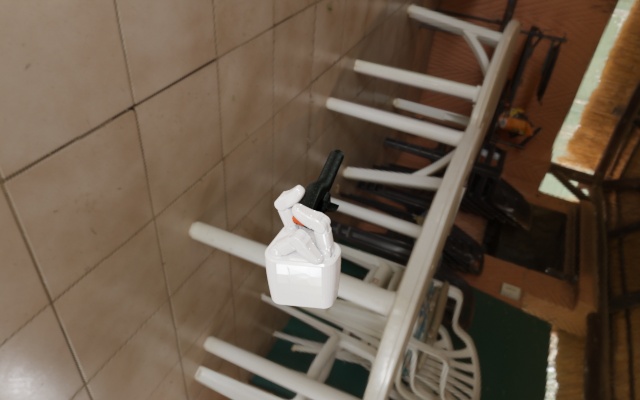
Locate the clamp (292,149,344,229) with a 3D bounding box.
[{"bbox_3d":[0.001,0.003,0.802,0.039,0.120,0.171,11,39,23],"label":"clamp"}]
